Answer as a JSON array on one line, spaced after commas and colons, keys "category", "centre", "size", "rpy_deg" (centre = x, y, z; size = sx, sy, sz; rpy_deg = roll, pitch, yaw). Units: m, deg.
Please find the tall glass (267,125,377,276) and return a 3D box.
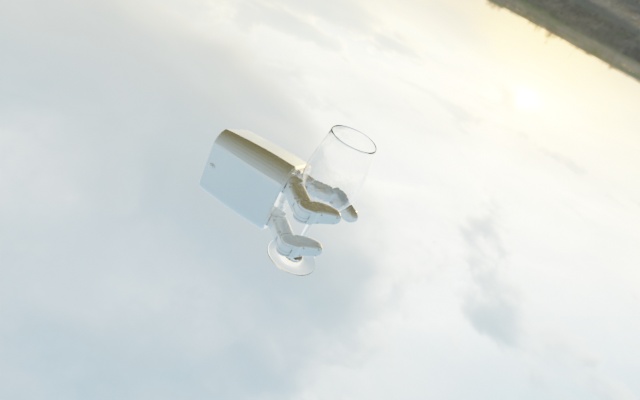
[{"category": "tall glass", "centre": [0.000, 0.003, 0.623], "size": [0.079, 0.201, 0.079], "rpy_deg": [21, 30, -13]}]
